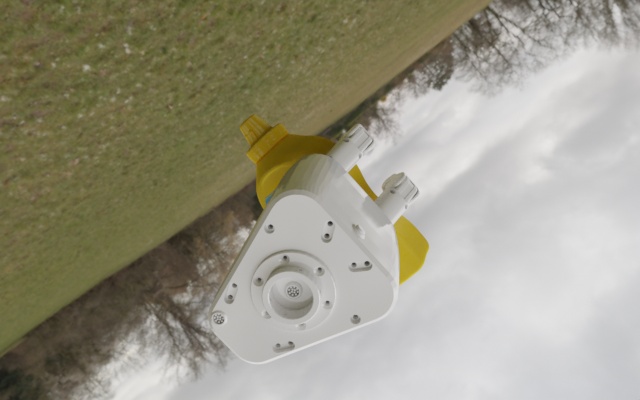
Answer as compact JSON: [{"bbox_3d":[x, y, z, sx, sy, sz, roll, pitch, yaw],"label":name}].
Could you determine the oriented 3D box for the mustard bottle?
[{"bbox_3d":[0.000,0.001,0.423,0.096,0.191,0.058,-38,8,38],"label":"mustard bottle"}]
